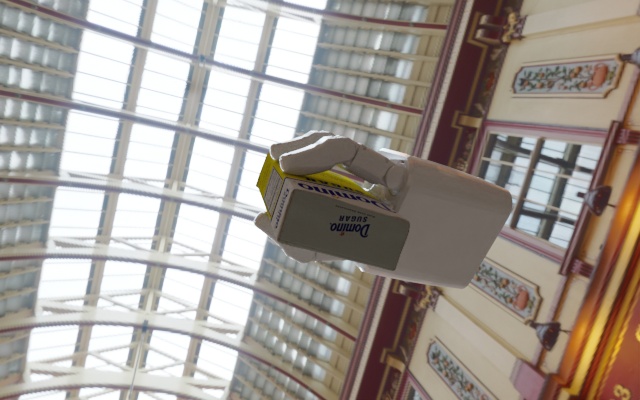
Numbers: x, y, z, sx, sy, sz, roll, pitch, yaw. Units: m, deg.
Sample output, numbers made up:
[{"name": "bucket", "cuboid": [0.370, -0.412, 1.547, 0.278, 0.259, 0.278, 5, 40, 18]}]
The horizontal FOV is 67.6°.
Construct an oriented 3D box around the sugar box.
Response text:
[{"name": "sugar box", "cuboid": [0.000, 0.001, 0.411, 0.093, 0.048, 0.176, 16, 7, -16]}]
